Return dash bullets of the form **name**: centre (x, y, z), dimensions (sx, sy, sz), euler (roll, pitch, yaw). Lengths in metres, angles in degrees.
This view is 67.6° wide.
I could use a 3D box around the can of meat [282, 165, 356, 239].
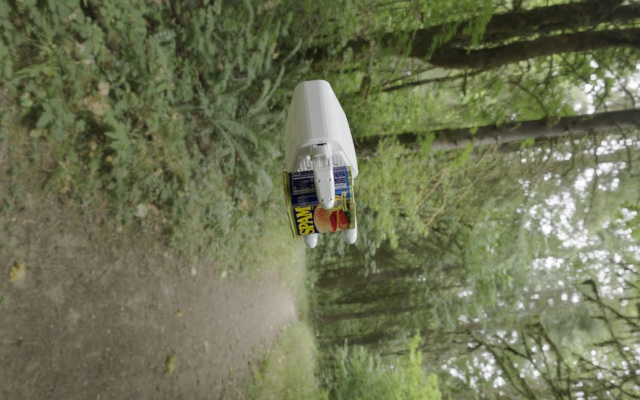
- **can of meat**: centre (0.000, 0.002, 0.611), dimensions (0.084, 0.057, 0.102), euler (-7, -33, 0)
